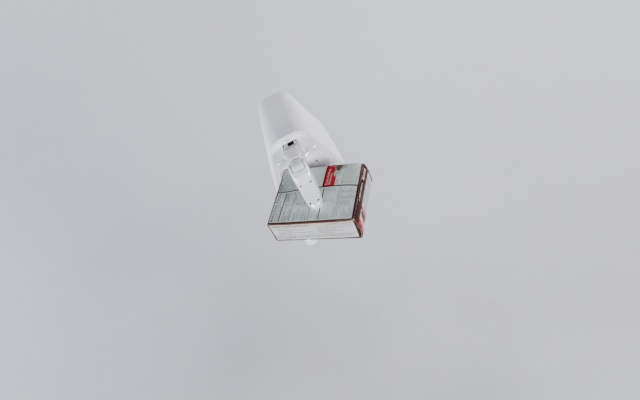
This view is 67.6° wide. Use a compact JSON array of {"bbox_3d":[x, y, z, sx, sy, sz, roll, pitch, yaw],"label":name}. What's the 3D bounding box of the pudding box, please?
[{"bbox_3d":[0.000,0.002,0.578,0.113,0.090,0.039,-5,-40,24],"label":"pudding box"}]
